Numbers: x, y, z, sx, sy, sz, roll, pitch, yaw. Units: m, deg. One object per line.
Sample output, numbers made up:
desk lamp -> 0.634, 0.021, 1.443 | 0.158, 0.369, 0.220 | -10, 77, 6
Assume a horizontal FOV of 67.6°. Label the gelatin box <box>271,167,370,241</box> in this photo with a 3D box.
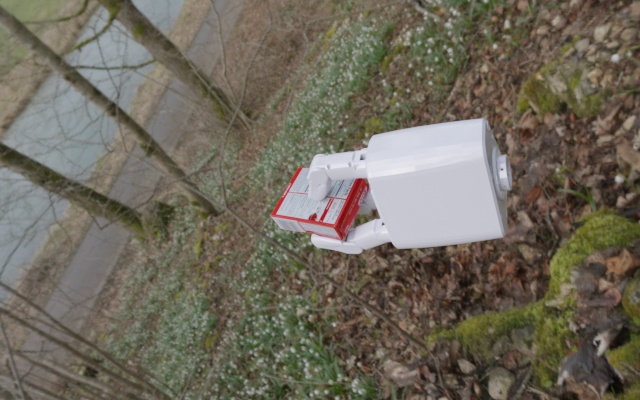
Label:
gelatin box -> 0.000, 0.001, 0.529 | 0.089, 0.073, 0.030 | 8, -33, 33
